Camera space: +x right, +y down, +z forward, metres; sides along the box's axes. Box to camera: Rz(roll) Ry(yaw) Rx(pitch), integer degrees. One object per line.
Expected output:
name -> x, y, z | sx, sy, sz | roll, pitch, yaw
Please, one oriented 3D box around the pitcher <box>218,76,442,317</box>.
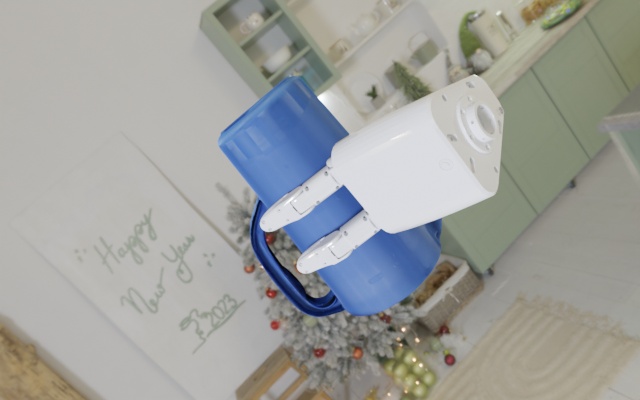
pitcher -> 0.000, 0.002, 0.508 | 0.145, 0.243, 0.149 | -24, 21, 48
